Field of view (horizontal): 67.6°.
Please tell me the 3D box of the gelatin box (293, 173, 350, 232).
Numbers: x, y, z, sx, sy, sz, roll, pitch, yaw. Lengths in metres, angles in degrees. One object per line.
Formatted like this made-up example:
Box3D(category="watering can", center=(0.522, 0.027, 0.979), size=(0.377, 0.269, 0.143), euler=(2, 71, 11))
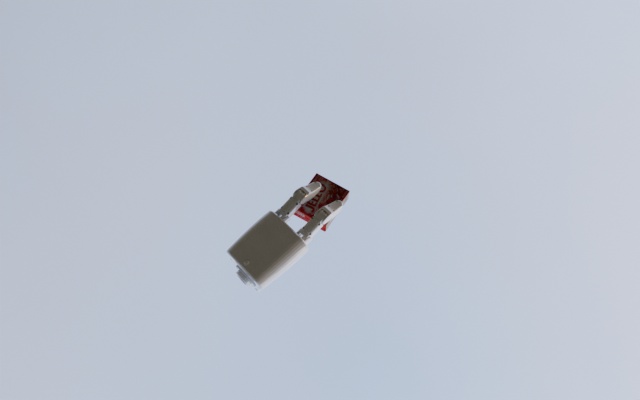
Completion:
Box3D(category="gelatin box", center=(0.000, 0.003, 0.872), size=(0.073, 0.089, 0.030), euler=(29, -28, 14))
